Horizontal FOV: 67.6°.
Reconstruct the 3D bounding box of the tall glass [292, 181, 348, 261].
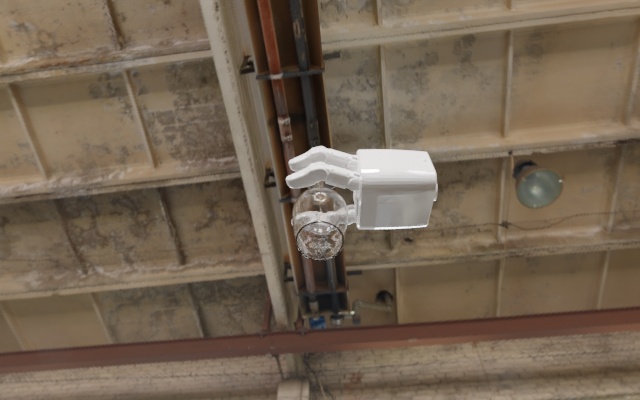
[{"bbox_3d":[0.000,0.002,0.693,0.079,0.079,0.201,0,30,1],"label":"tall glass"}]
